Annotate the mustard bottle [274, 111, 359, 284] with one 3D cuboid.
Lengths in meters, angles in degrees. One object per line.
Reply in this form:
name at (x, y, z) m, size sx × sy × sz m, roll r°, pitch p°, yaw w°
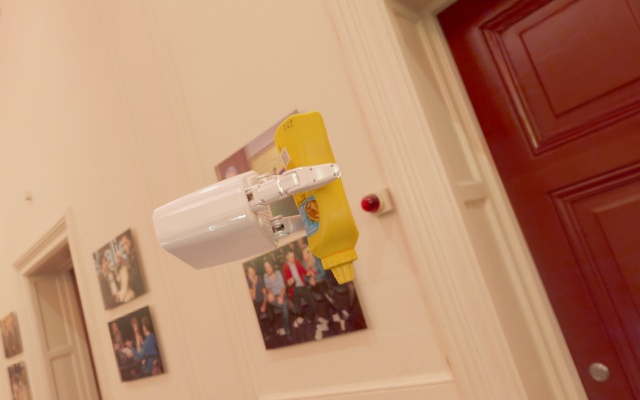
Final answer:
mustard bottle at (0.000, 0.001, 0.549) m, size 0.058 × 0.191 × 0.096 m, roll -14°, pitch -11°, yaw -19°
